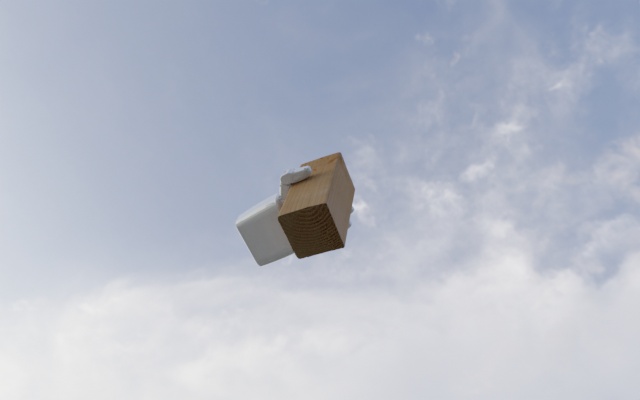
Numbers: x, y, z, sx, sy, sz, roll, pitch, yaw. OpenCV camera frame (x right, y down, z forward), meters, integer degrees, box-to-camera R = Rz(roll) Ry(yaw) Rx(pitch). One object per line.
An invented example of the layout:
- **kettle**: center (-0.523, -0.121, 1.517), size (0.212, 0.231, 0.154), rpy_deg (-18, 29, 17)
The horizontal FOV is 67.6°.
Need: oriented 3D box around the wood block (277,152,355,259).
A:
- **wood block**: center (0.000, 0.003, 0.866), size (0.090, 0.091, 0.206), rpy_deg (-16, 25, 17)
